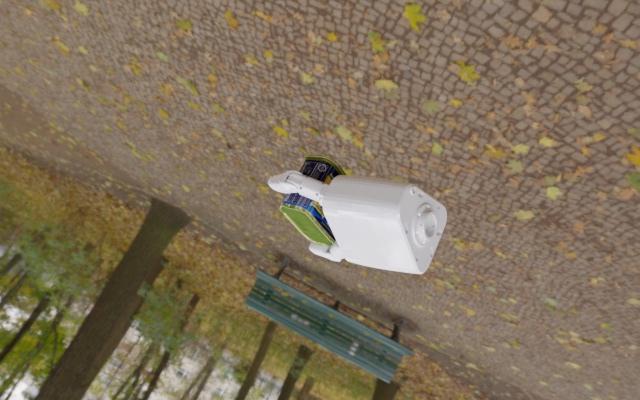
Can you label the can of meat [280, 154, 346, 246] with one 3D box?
[{"bbox_3d":[0.000,0.002,0.646,0.057,0.084,0.102,9,-29,38],"label":"can of meat"}]
